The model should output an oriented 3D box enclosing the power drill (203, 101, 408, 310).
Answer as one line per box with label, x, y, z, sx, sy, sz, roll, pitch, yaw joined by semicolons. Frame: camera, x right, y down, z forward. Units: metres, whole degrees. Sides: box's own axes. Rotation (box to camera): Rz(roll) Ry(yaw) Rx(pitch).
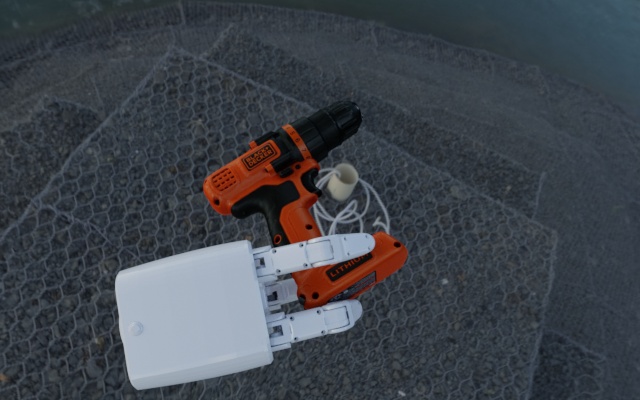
power drill;0.000;0.002;0.467;0.184;0.187;0.057;-33;-28;-6
